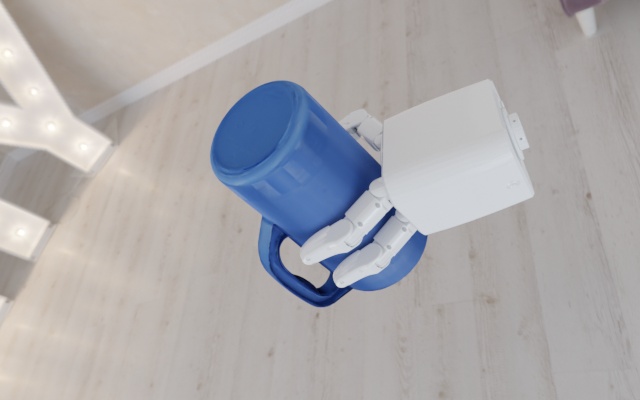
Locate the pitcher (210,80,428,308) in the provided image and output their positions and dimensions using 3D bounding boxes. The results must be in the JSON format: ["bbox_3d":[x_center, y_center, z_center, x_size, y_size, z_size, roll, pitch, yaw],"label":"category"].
[{"bbox_3d":[0.000,0.001,0.488,0.145,0.149,0.243,-21,-38,25],"label":"pitcher"}]
